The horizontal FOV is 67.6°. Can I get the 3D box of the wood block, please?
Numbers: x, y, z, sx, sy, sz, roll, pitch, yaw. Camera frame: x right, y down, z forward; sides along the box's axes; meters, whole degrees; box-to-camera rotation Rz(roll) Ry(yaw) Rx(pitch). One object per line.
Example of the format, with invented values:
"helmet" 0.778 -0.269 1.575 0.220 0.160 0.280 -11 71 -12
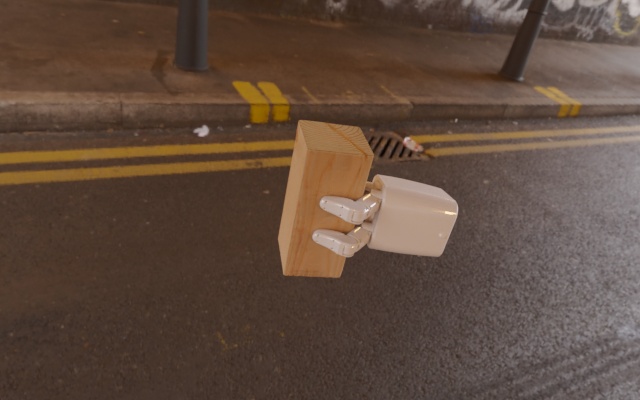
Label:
"wood block" 0.000 0.002 0.681 0.090 0.206 0.090 4 32 -13
